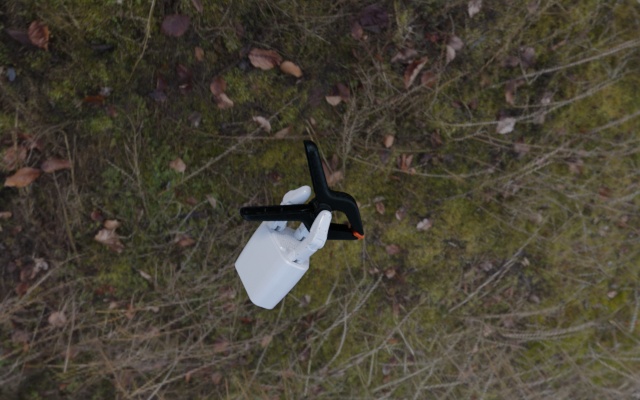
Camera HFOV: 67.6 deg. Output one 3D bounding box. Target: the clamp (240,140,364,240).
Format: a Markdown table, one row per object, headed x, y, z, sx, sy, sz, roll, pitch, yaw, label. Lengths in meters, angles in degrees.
| x | y | z | sx | sy | sz | roll | pitch | yaw | label |
| --- | --- | --- | --- | --- | --- | --- | --- | --- | --- |
| 0.001 | 0.003 | 0.766 | 0.210 | 0.164 | 0.036 | 26 | 26 | -30 | clamp |
